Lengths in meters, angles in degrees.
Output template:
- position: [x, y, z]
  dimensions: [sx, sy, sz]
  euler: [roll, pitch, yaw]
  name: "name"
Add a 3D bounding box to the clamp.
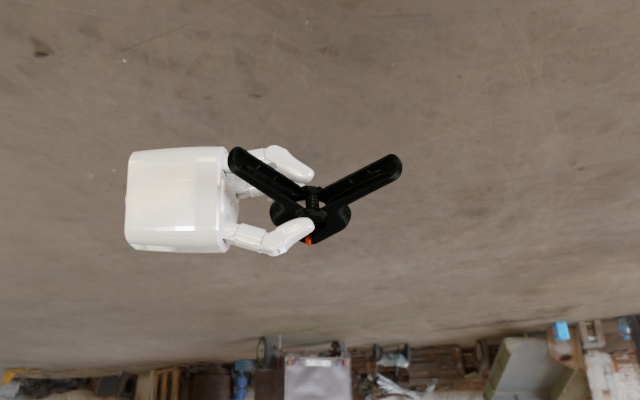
- position: [0.000, 0.003, 0.526]
  dimensions: [0.164, 0.036, 0.210]
  euler: [1, -25, 4]
  name: "clamp"
